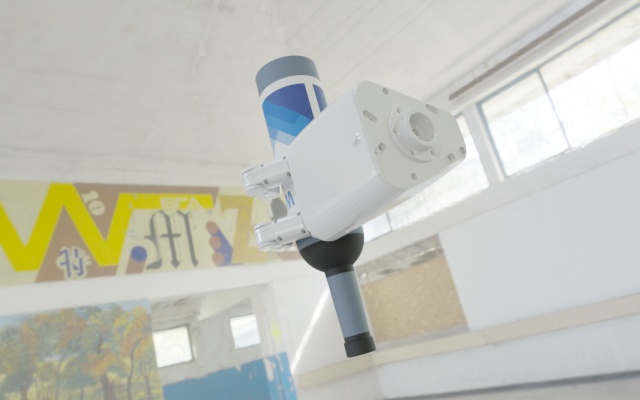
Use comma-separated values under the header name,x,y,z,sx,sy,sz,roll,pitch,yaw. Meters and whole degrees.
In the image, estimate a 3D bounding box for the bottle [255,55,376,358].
name,x,y,z,sx,sy,sz,roll,pitch,yaw
bottle,0.000,0.001,0.469,0.069,0.295,0.069,-14,-16,-4
